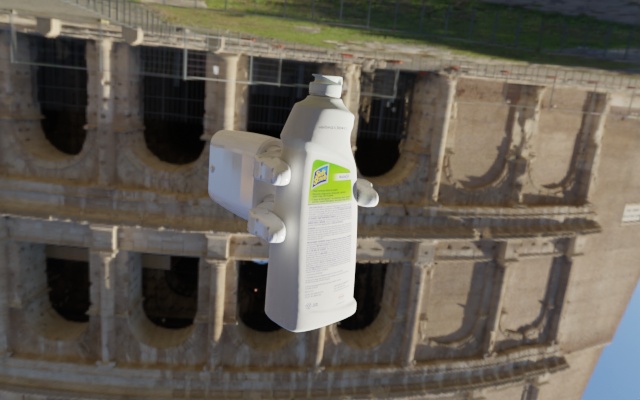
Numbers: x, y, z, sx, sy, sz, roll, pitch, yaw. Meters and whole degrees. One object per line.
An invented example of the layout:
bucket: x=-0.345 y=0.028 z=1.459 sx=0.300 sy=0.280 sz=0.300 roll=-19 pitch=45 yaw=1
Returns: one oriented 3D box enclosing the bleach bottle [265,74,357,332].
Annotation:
bleach bottle: x=0.000 y=0.002 z=0.489 sx=0.102 sy=0.251 sz=0.068 roll=-7 pitch=19 yaw=-43
